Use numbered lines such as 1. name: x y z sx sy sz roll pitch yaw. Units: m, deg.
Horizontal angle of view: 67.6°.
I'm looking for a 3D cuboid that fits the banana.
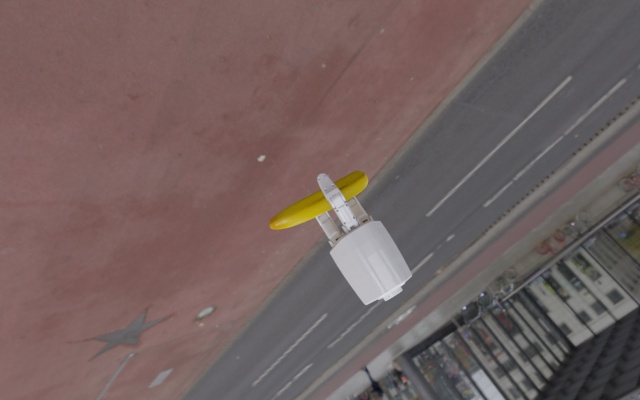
1. banana: 0.010 -0.003 0.768 0.197 0.037 0.069 -29 0 -27
